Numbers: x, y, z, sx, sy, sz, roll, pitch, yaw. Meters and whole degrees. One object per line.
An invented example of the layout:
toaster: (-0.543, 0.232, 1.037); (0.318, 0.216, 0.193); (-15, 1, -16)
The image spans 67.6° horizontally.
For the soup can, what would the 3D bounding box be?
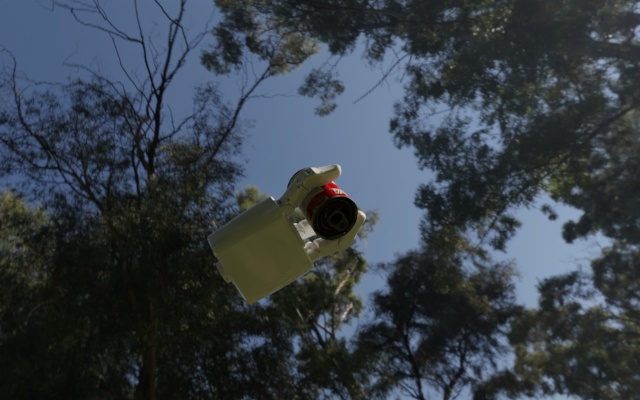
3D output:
soup can: (0.000, 0.002, 0.682); (0.068, 0.068, 0.102); (0, 26, -27)
